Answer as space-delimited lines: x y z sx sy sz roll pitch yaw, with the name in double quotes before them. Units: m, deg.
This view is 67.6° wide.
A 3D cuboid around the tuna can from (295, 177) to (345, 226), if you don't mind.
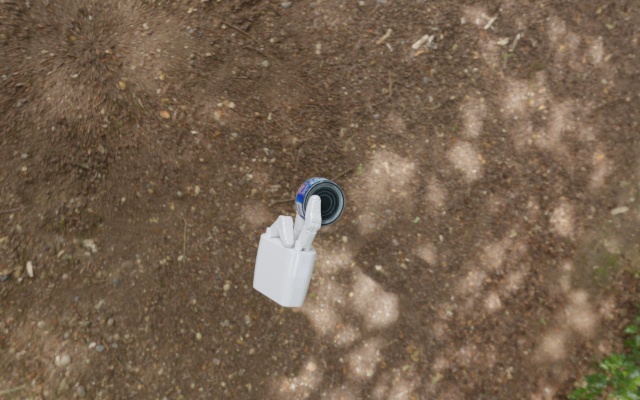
"tuna can" 0.000 0.003 0.859 0.086 0.086 0.033 0 11 -26
